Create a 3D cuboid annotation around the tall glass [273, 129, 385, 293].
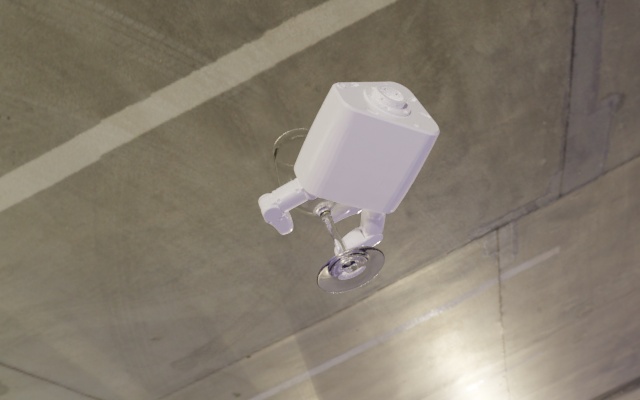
[{"bbox_3d":[0.000,0.002,0.548,0.079,0.201,0.079,-14,-41,-12],"label":"tall glass"}]
